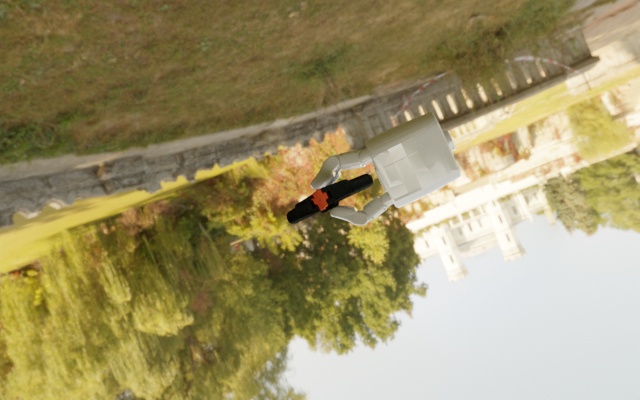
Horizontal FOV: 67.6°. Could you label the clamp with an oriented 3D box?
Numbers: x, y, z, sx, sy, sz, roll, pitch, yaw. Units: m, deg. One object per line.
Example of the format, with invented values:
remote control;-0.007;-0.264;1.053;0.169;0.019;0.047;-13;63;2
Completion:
clamp;0.001;0.003;0.750;0.164;0.036;0.210;-28;-2;11
